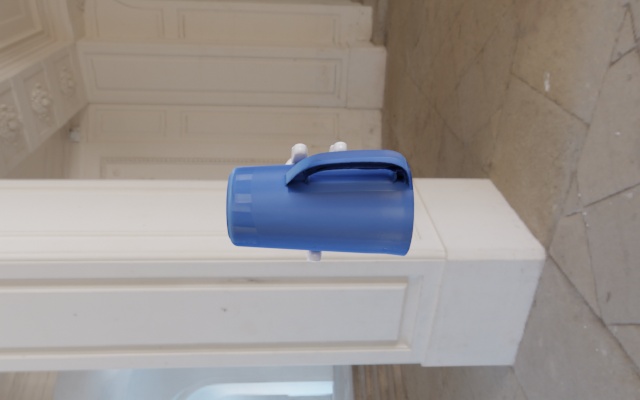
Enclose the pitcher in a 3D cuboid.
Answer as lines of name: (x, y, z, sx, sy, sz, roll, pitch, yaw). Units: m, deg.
pitcher: (0.000, 0.002, 0.643, 0.243, 0.149, 0.145, 0, 10, -3)
